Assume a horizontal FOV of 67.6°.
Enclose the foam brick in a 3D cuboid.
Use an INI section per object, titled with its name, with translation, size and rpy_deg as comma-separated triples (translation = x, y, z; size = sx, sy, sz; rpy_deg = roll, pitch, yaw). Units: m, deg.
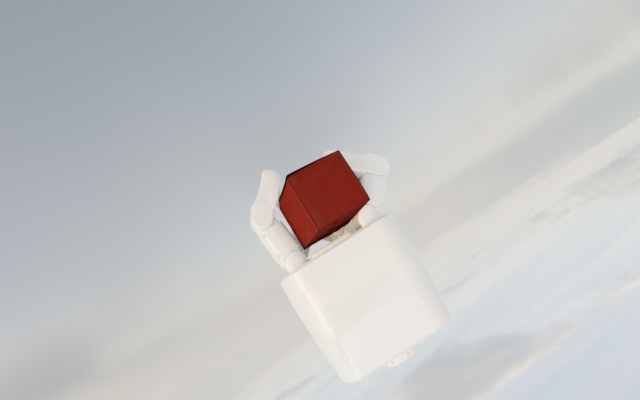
[foam brick]
translation = 0.000, 0.001, 0.414
size = 0.053, 0.051, 0.078
rpy_deg = -28, -10, -18
